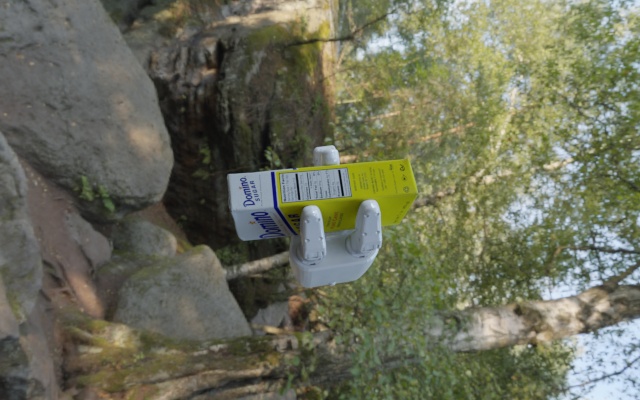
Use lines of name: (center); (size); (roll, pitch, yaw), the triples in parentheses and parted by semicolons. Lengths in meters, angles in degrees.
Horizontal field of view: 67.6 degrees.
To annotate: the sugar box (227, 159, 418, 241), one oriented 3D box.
sugar box: (0.000, 0.002, 0.483); (0.176, 0.048, 0.093); (-8, -22, -6)
